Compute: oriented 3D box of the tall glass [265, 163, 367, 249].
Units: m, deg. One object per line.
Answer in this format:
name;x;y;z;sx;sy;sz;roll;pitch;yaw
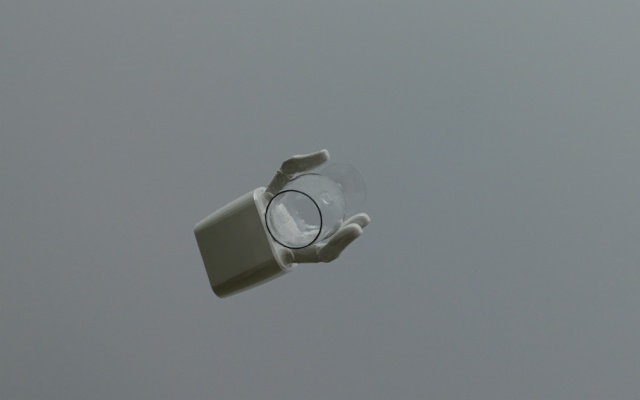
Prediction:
tall glass;0.000;0.002;0.573;0.079;0.079;0.201;0;10;16
